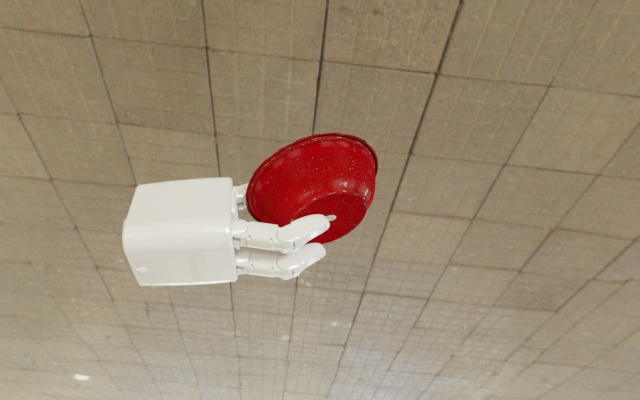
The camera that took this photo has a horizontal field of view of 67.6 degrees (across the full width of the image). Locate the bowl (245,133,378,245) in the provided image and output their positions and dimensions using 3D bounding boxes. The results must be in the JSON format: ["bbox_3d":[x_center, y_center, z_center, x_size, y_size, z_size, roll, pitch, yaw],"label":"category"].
[{"bbox_3d":[0.001,0.002,0.539,0.162,0.055,0.162,-15,-37,-12],"label":"bowl"}]
